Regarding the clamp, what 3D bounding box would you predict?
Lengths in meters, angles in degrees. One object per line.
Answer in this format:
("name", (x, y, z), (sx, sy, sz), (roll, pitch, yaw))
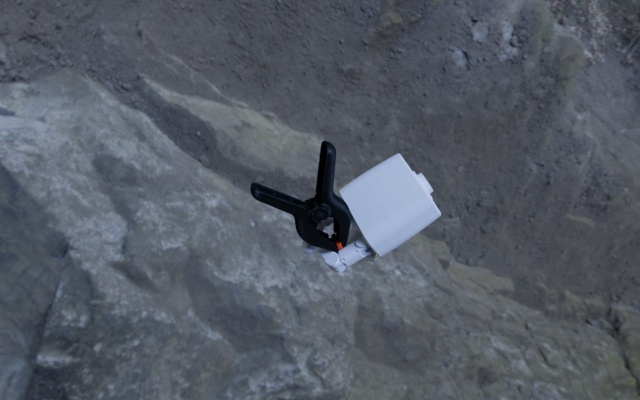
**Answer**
("clamp", (0.000, 0.003, 0.645), (0.120, 0.171, 0.039), (-34, 38, 10))
